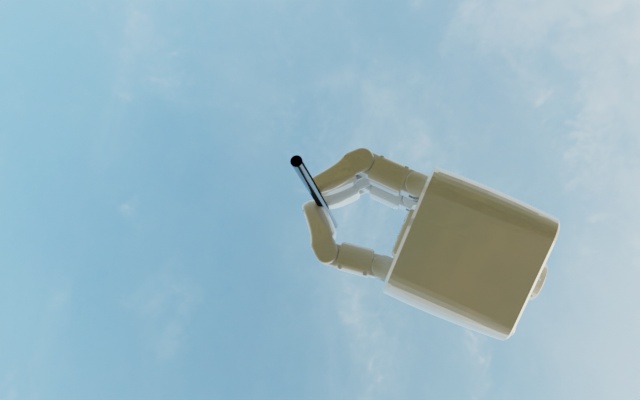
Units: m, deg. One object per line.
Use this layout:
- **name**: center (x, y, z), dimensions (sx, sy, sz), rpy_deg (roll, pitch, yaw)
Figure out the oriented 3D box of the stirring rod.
- **stirring rod**: center (0.000, 0.001, 0.421), dimensions (0.011, 0.011, 0.239), rpy_deg (0, -13, 8)
